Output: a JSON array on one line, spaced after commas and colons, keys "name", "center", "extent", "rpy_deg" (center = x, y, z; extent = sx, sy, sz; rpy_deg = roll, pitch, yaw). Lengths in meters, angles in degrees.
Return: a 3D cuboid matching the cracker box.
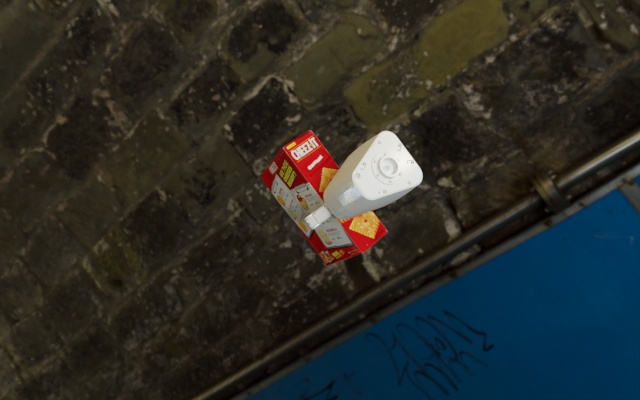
[{"name": "cracker box", "center": [0.000, 0.003, 0.843], "extent": [0.072, 0.213, 0.164], "rpy_deg": [-37, 0, -25]}]
